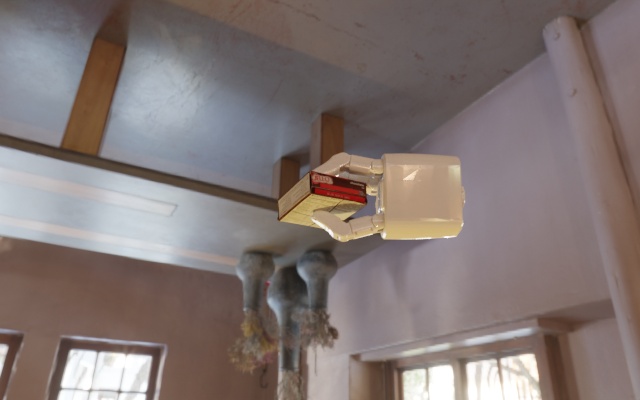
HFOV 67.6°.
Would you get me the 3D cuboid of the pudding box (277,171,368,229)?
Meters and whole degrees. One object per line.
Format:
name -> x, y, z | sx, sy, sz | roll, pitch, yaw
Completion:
pudding box -> 0.000, 0.002, 0.678 | 0.090, 0.039, 0.113 | 12, -29, -26
